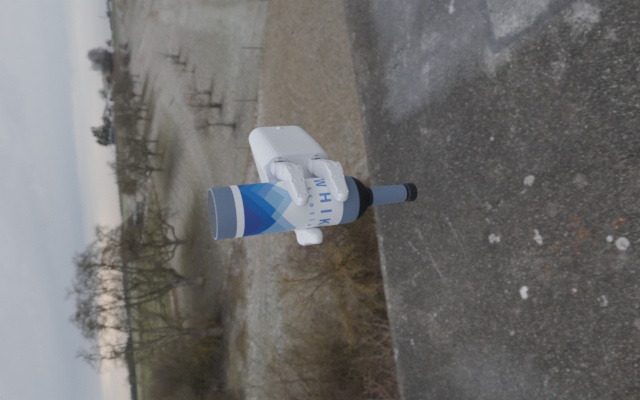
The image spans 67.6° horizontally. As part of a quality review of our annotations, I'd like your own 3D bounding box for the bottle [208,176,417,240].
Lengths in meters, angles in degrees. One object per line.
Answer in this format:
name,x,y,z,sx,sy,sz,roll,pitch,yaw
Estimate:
bottle,0.000,0.002,0.653,0.296,0.069,0.069,-6,2,-21
